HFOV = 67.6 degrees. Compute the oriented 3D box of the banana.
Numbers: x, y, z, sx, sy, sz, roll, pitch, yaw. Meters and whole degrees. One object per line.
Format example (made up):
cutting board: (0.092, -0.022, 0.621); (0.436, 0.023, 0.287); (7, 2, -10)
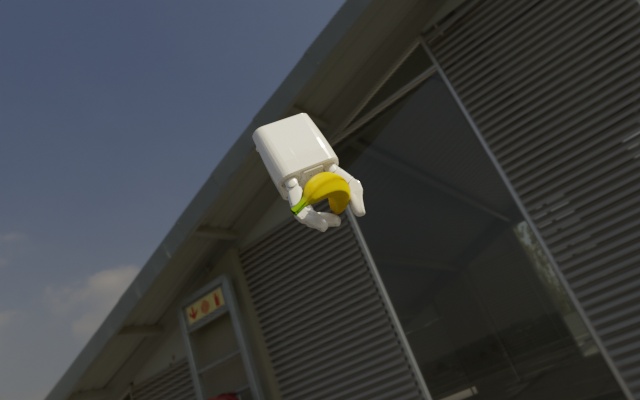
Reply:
banana: (0.012, -0.010, 0.725); (0.069, 0.037, 0.198); (-44, -16, 14)
